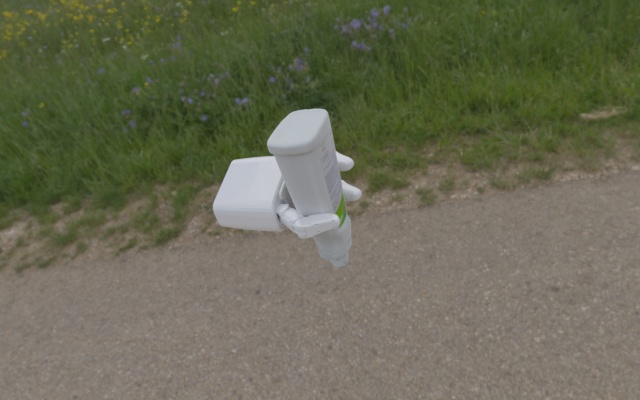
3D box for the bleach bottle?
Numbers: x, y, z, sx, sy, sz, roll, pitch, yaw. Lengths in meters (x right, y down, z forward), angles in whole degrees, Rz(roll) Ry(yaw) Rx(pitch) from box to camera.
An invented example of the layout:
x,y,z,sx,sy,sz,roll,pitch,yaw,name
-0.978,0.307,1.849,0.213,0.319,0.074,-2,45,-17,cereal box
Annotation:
x,y,z,sx,sy,sz,roll,pitch,yaw,name
0.000,0.002,0.684,0.068,0.251,0.102,0,37,22,bleach bottle
